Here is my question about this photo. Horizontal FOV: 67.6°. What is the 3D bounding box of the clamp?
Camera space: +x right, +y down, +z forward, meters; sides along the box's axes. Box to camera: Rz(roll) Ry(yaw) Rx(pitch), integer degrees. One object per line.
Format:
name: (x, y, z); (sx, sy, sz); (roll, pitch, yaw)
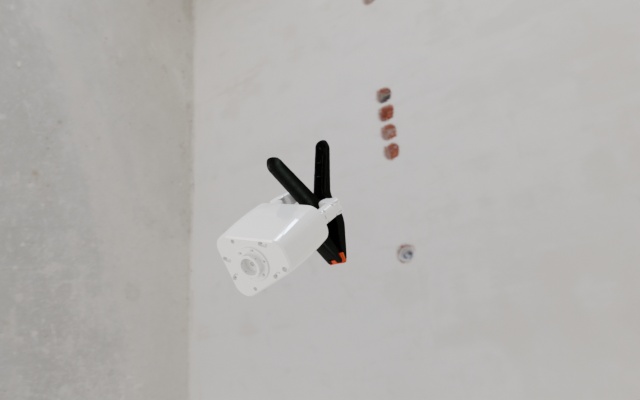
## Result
clamp: (0.001, 0.003, 0.786); (0.036, 0.210, 0.164); (-15, 15, 35)
